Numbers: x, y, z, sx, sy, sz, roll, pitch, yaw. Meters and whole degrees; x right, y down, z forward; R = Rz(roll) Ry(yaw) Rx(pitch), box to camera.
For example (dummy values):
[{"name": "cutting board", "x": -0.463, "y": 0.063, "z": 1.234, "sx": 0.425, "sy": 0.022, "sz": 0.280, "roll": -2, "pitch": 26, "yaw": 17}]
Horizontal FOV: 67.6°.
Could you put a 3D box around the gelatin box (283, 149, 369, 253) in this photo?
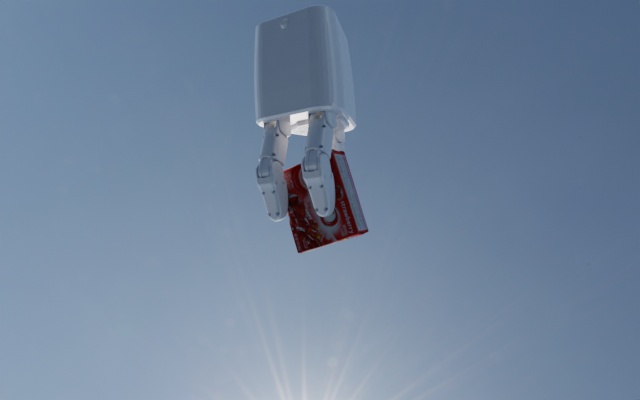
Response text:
[{"name": "gelatin box", "x": 0.000, "y": 0.002, "z": 0.488, "sx": 0.073, "sy": 0.089, "sz": 0.030, "roll": -20, "pitch": -8, "yaw": 28}]
